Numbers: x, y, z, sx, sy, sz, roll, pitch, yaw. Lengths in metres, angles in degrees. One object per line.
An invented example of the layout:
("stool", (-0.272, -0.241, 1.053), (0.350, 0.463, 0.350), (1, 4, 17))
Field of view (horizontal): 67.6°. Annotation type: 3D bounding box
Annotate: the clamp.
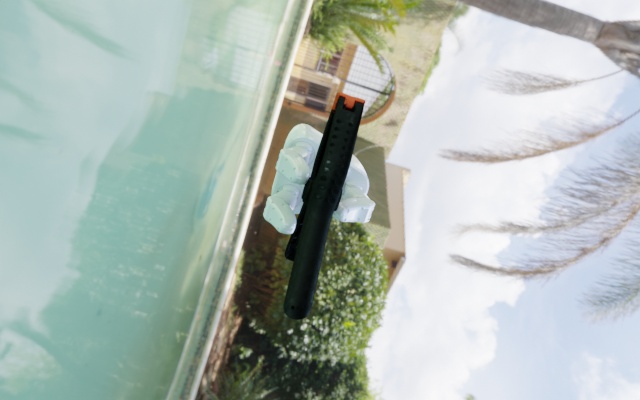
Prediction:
("clamp", (0.001, 0.001, 0.470), (0.036, 0.210, 0.164), (16, 18, -8))
